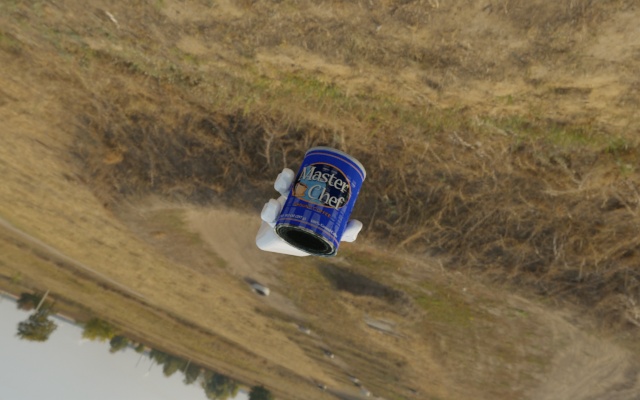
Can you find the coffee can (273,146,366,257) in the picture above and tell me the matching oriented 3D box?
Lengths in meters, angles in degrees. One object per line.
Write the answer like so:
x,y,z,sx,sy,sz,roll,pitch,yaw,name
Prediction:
0.000,0.002,0.739,0.103,0.140,0.103,19,-23,8,coffee can
